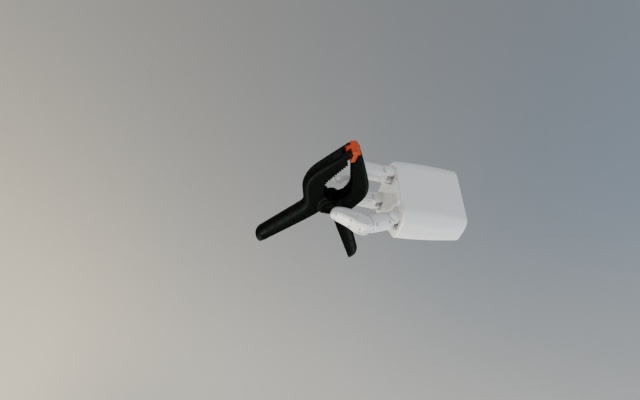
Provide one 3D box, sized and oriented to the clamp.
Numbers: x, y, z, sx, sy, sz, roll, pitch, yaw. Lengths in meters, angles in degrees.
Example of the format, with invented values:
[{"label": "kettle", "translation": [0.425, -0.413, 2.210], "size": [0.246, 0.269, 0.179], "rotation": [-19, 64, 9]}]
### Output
[{"label": "clamp", "translation": [0.001, 0.002, 0.687], "size": [0.164, 0.210, 0.036], "rotation": [6, 42, -14]}]
